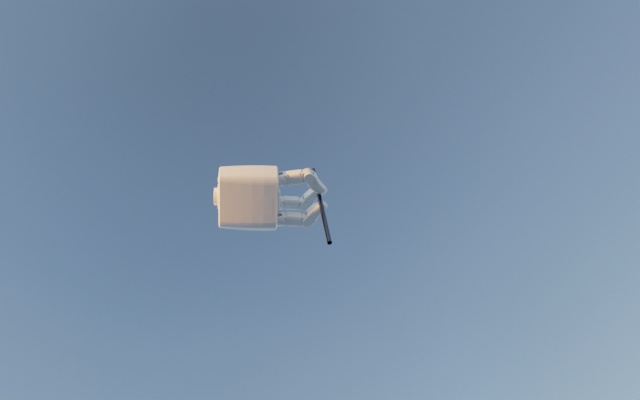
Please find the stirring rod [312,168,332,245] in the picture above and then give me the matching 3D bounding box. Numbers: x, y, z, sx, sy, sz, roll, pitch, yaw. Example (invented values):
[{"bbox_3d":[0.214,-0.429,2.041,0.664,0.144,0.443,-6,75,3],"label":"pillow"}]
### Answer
[{"bbox_3d":[0.000,0.003,0.870,0.011,0.011,0.239,0,33,-8],"label":"stirring rod"}]
